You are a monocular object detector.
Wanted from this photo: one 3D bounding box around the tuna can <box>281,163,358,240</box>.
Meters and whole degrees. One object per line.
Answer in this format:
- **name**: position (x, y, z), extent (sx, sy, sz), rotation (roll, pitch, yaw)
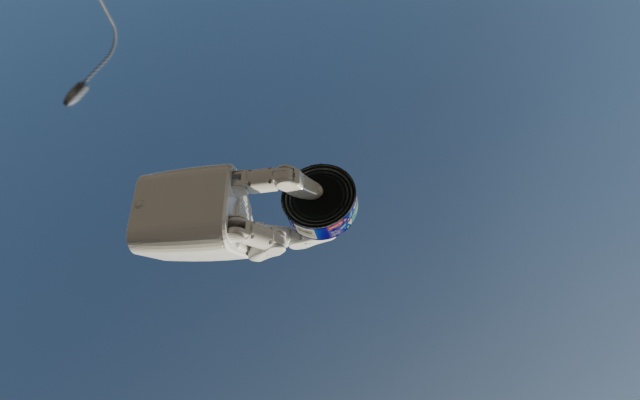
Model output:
- **tuna can**: position (0.000, 0.002, 0.547), extent (0.086, 0.086, 0.034), rotation (0, -32, 12)
